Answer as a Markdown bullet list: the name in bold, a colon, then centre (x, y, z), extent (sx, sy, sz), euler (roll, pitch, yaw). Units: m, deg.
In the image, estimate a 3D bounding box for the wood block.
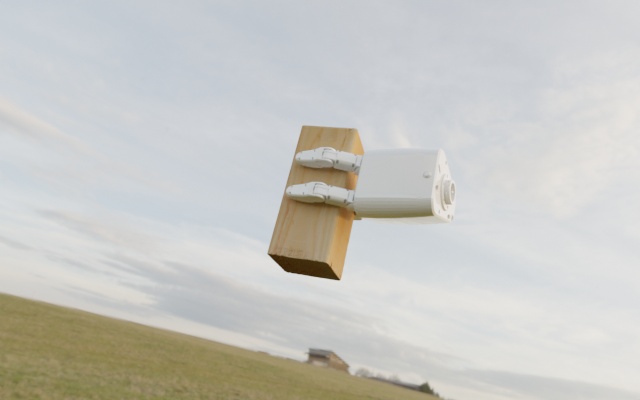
- **wood block**: centre (0.001, 0.002, 0.706), extent (0.090, 0.206, 0.091), euler (6, -24, 18)
